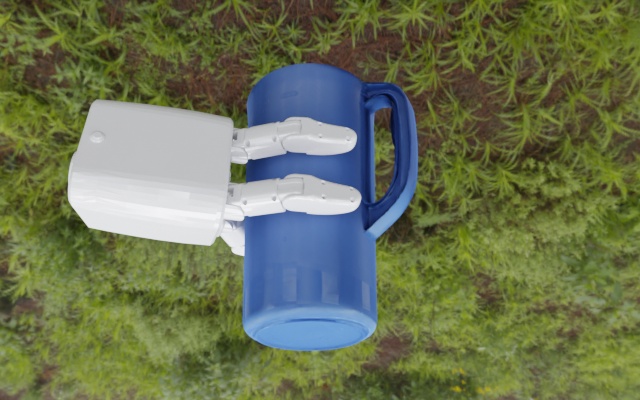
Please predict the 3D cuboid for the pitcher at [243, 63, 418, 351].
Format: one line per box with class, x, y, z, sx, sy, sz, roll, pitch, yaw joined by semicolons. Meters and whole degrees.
pitcher;0.000;0.001;0.435;0.145;0.242;0.149;8;-32;-15
